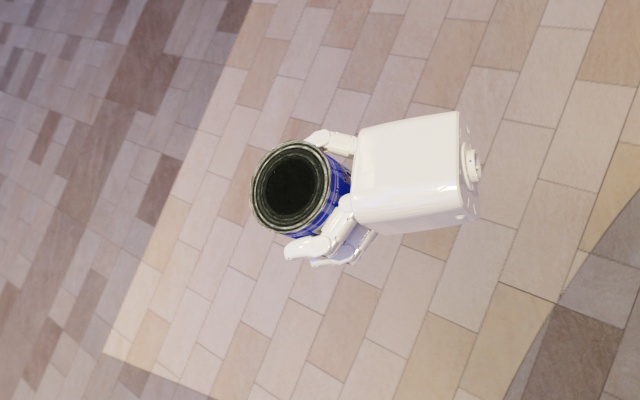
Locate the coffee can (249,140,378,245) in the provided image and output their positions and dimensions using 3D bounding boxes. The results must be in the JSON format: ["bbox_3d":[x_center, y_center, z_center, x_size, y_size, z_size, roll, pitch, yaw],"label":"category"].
[{"bbox_3d":[0.000,0.002,0.555,0.103,0.102,0.140,0,-14,30],"label":"coffee can"}]
